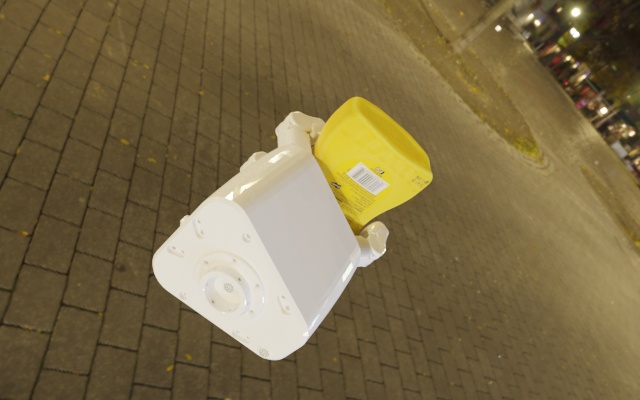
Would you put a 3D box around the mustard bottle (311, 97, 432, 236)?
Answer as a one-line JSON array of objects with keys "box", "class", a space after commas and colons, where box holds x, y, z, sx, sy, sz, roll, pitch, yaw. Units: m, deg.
[{"box": [0.000, 0.001, 0.436, 0.096, 0.058, 0.192, 35, -57, -24], "class": "mustard bottle"}]
